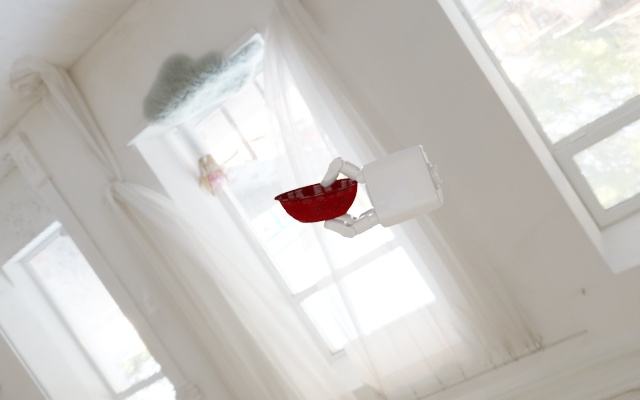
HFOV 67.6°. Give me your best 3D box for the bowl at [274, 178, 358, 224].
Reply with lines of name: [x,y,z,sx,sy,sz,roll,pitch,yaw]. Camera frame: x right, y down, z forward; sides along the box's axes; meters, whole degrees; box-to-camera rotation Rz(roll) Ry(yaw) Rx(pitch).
bowl: [-0.001,0.003,0.860,0.162,0.055,0.162,-12,9,2]
